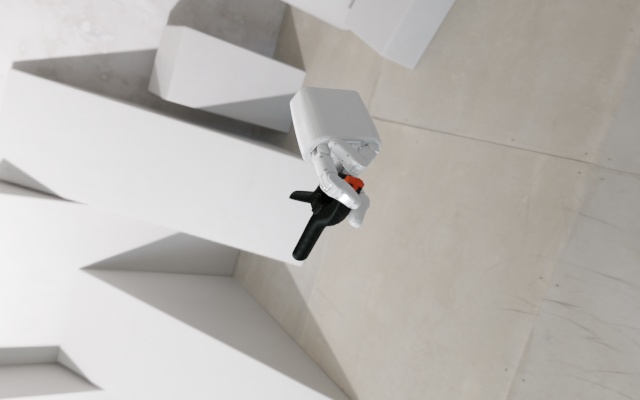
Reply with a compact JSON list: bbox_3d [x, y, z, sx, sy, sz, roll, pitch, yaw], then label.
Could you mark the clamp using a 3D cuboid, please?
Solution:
[{"bbox_3d":[0.000,0.002,0.719,0.039,0.120,0.171,11,-41,-37],"label":"clamp"}]
